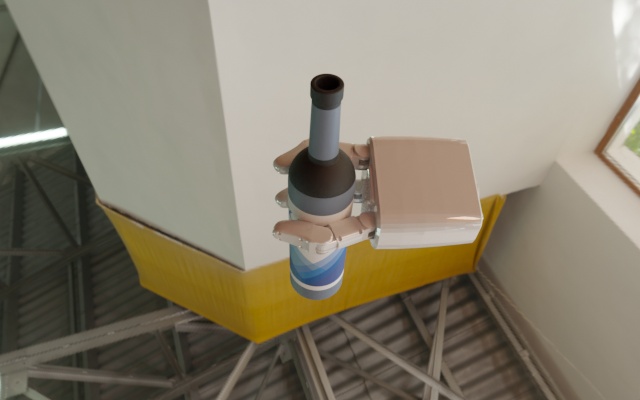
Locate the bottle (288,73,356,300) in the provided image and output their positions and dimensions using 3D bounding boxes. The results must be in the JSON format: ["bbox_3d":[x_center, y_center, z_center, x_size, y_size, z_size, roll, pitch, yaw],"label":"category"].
[{"bbox_3d":[0.000,0.002,0.492,0.069,0.069,0.296,0,-40,-3],"label":"bottle"}]
